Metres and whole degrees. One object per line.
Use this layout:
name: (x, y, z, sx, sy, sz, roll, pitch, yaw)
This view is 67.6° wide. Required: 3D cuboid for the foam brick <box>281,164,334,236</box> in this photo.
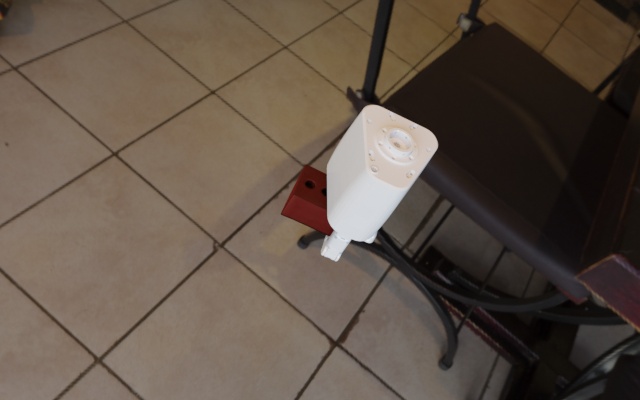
foam brick: (0.000, 0.002, 0.593, 0.078, 0.053, 0.051, 25, -37, -5)
